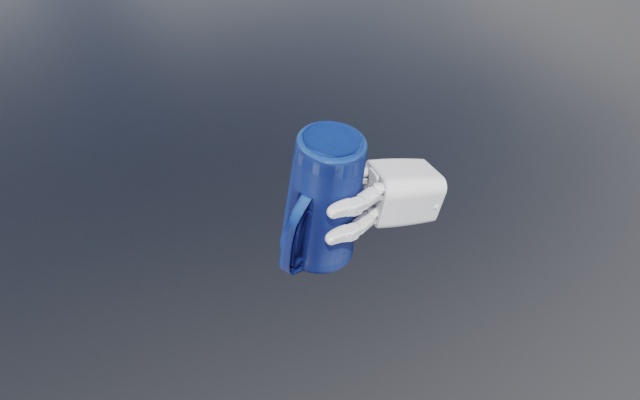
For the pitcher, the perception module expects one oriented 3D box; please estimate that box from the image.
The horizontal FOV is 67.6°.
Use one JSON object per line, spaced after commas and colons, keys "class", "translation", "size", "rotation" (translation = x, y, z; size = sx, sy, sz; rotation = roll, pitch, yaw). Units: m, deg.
{"class": "pitcher", "translation": [0.000, 0.002, 0.777], "size": [0.145, 0.243, 0.149], "rotation": [-3, 43, -12]}
